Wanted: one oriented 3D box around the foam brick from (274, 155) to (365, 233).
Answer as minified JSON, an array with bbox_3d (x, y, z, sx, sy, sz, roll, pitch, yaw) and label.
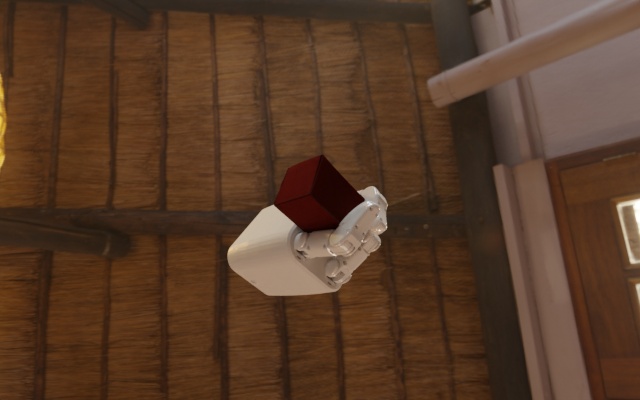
[{"bbox_3d":[0.000,0.001,0.493,0.051,0.053,0.078,-14,-46,38],"label":"foam brick"}]
